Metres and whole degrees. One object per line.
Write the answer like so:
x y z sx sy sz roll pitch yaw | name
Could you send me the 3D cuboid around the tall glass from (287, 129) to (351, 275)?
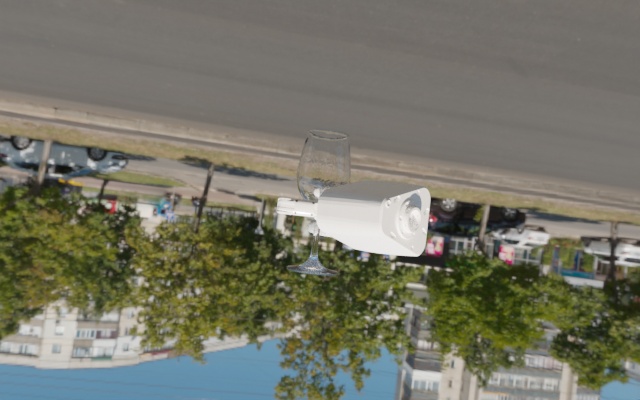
0.000 0.003 0.688 0.079 0.201 0.079 7 -2 0 | tall glass
